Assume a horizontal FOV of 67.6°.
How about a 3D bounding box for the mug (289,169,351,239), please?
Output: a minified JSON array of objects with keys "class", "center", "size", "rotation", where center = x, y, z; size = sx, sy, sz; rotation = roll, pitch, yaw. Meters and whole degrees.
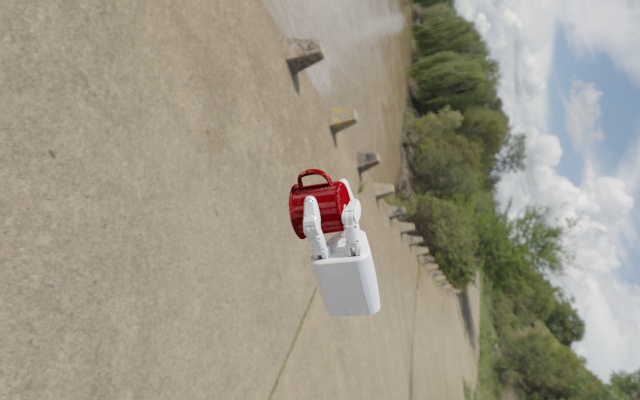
[{"class":"mug","center":[0.000,0.001,0.774],"size":[0.081,0.117,0.093],"rotation":[-8,23,17]}]
